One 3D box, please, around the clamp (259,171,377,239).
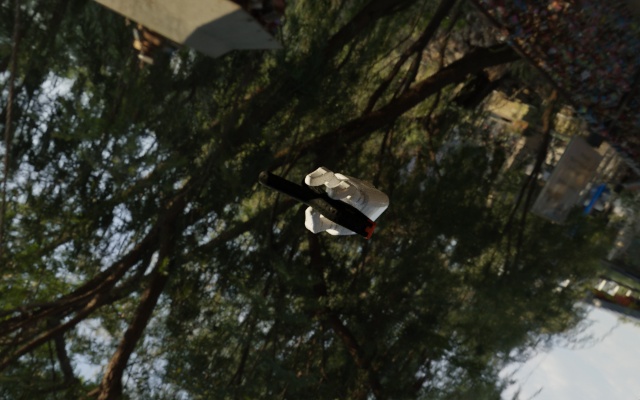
[{"bbox_3d":[0.000,0.004,0.839,0.210,0.036,0.164,33,15,30],"label":"clamp"}]
